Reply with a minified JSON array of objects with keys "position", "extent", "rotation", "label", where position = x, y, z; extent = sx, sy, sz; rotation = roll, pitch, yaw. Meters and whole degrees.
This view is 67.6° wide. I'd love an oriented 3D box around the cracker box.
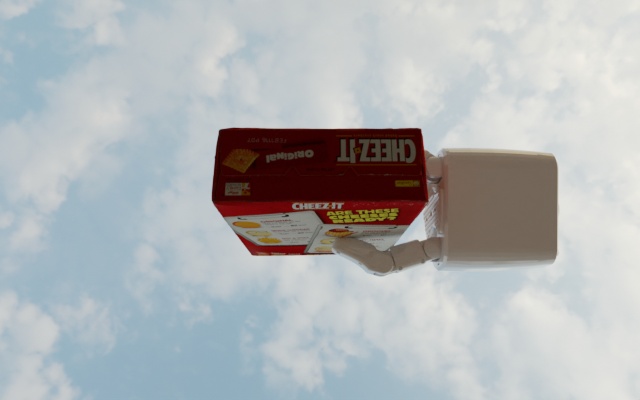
[{"position":[0.000,0.002,0.463],"extent":[0.164,0.072,0.214],"rotation":[-1,-17,0],"label":"cracker box"}]
